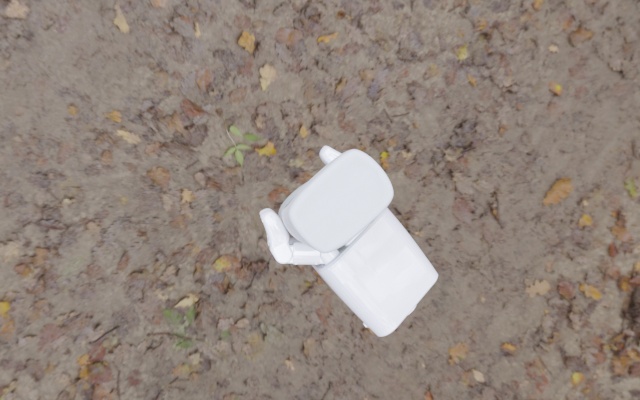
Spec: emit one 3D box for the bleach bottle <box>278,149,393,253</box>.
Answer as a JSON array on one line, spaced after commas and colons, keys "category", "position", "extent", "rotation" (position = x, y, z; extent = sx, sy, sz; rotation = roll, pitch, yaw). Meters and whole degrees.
[{"category": "bleach bottle", "position": [0.000, 0.002, 0.558], "extent": [0.102, 0.068, 0.251], "rotation": [-42, 6, -6]}]
